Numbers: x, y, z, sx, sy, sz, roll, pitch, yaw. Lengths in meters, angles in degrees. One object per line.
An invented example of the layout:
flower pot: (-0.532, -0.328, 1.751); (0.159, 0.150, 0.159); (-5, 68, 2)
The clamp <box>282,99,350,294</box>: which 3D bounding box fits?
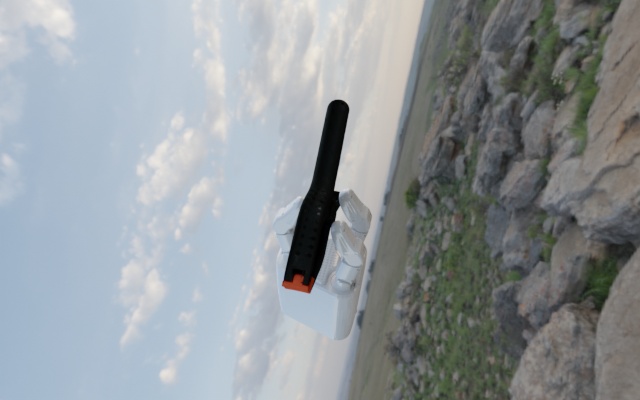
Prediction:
clamp: (-0.001, 0.002, 0.522); (0.036, 0.165, 0.209); (9, 43, 9)
